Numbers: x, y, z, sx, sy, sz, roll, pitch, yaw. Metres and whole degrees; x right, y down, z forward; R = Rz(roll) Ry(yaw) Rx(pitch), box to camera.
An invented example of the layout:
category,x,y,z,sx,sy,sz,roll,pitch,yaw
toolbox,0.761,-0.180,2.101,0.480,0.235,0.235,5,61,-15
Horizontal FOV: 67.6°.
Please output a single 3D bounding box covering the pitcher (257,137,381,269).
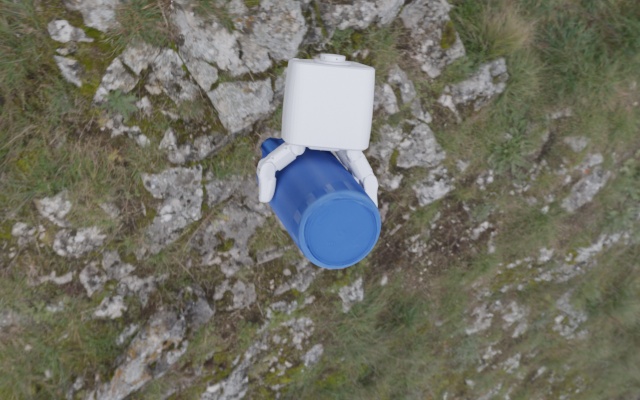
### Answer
category,x,y,z,sx,sy,sz,roll,pitch,yaw
pitcher,0.000,0.002,0.686,0.149,0.145,0.242,-1,22,-17
